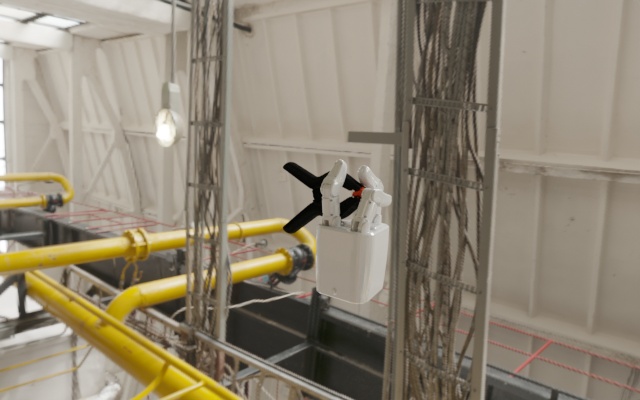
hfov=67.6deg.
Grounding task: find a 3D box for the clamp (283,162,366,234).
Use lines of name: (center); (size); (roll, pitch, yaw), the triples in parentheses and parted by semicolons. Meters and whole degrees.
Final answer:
clamp: (0.001, 0.002, 0.769); (0.171, 0.120, 0.039); (9, 9, 40)
